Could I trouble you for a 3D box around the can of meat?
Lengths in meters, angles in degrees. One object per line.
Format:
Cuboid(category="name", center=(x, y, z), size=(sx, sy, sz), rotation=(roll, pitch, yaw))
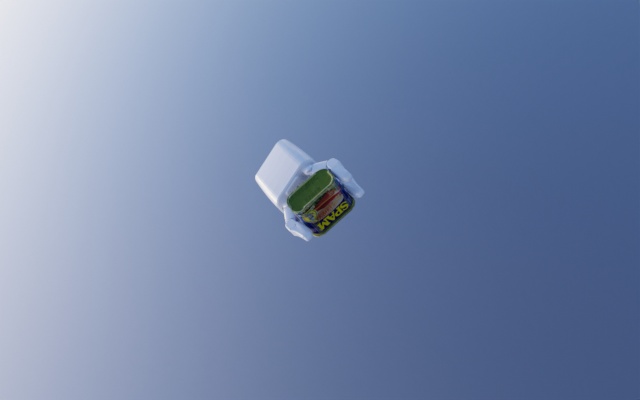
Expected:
Cuboid(category="can of meat", center=(0.000, 0.003, 0.858), size=(0.057, 0.102, 0.084), rotation=(48, -1, 45))
